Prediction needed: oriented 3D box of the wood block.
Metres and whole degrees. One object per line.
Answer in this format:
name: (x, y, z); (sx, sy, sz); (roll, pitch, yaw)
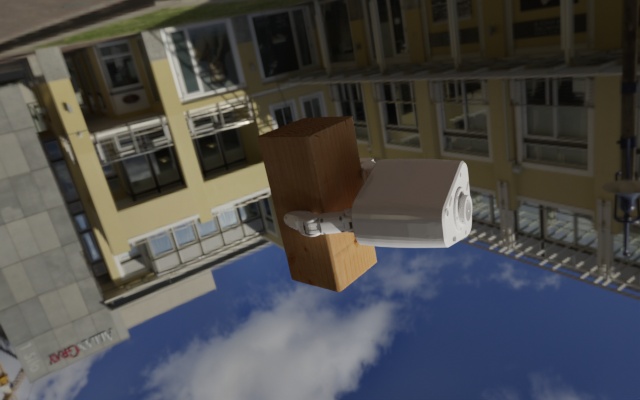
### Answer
wood block: (0.000, 0.002, 0.627); (0.090, 0.206, 0.090); (7, 26, 41)
